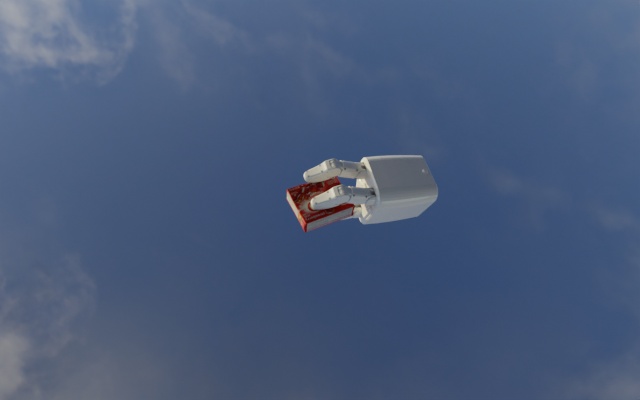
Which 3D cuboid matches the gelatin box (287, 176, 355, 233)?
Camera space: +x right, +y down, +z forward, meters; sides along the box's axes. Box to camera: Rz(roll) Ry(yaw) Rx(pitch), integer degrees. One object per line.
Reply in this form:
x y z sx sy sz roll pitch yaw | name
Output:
0.000 0.003 0.764 0.089 0.073 0.030 -19 -32 -18 | gelatin box
